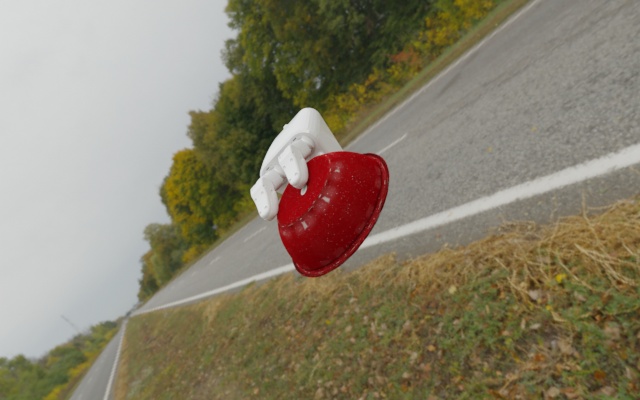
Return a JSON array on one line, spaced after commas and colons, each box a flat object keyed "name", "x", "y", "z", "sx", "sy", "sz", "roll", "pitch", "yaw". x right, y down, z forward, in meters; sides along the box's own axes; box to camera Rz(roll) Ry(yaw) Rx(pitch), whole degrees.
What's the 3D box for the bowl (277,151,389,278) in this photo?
[{"name": "bowl", "x": 0.000, "y": 0.002, "z": 0.532, "sx": 0.055, "sy": 0.162, "sz": 0.162, "roll": 34, "pitch": -16, "yaw": -26}]
